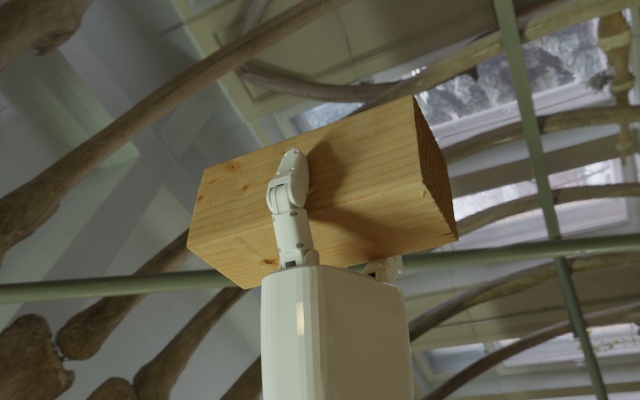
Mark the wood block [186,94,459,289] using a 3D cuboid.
[{"bbox_3d":[0.000,0.002,0.412,0.206,0.090,0.091,-16,-41,23],"label":"wood block"}]
